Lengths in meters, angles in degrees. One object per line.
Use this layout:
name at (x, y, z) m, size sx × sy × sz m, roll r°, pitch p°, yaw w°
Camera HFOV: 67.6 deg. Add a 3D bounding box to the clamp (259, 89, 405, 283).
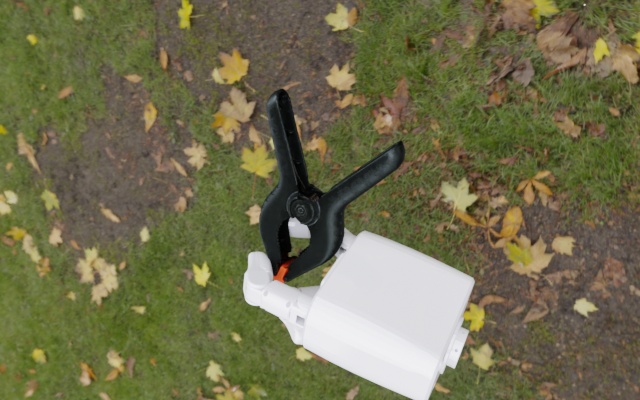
clamp at (0.000, 0.002, 0.408) m, size 0.120 × 0.171 × 0.039 m, roll 21°, pitch 29°, yaw 22°
